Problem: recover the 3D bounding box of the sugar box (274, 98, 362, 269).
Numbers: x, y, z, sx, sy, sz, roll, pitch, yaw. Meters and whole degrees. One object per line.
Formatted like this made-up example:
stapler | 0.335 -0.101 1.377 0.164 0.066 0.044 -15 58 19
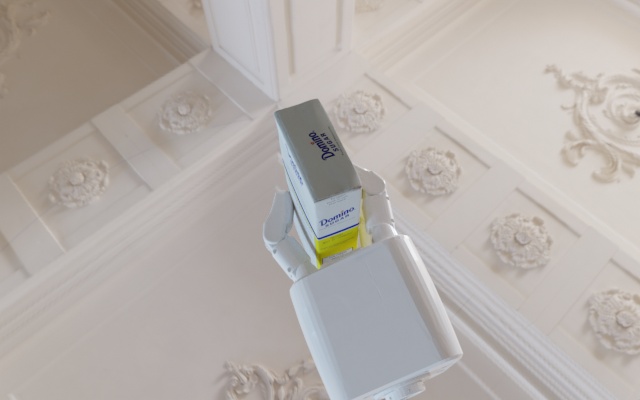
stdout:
sugar box | 0.001 0.001 0.437 0.048 0.093 0.176 -19 -28 -11
